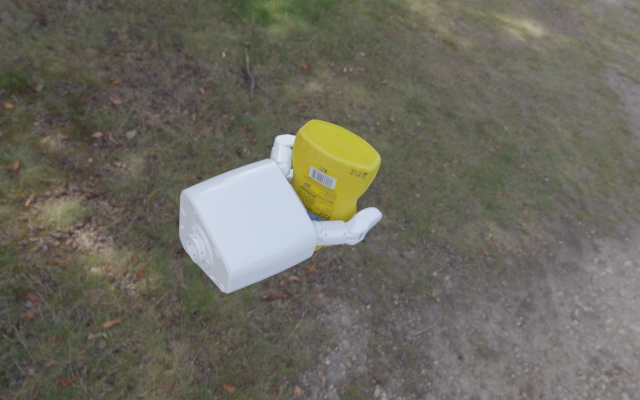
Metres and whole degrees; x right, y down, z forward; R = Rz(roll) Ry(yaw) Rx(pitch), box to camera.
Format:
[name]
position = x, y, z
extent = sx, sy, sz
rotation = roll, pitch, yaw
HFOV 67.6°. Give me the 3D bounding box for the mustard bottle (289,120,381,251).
[mustard bottle]
position = 0.000, 0.002, 0.579
extent = 0.096, 0.192, 0.058
rotation = 29, 45, 10
